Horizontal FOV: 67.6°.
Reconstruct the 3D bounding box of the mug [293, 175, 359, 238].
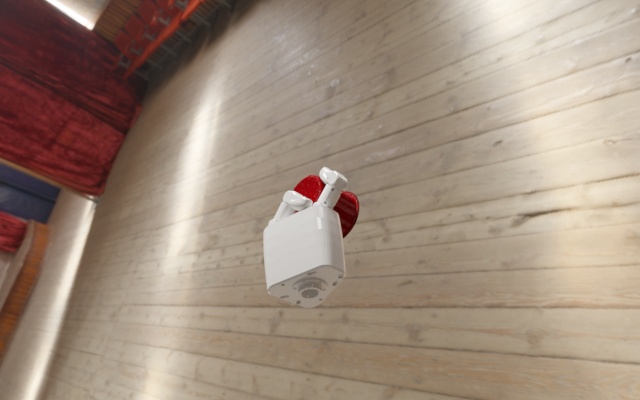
[{"bbox_3d":[0.000,0.001,0.776,0.081,0.117,0.093,29,-54,-35],"label":"mug"}]
